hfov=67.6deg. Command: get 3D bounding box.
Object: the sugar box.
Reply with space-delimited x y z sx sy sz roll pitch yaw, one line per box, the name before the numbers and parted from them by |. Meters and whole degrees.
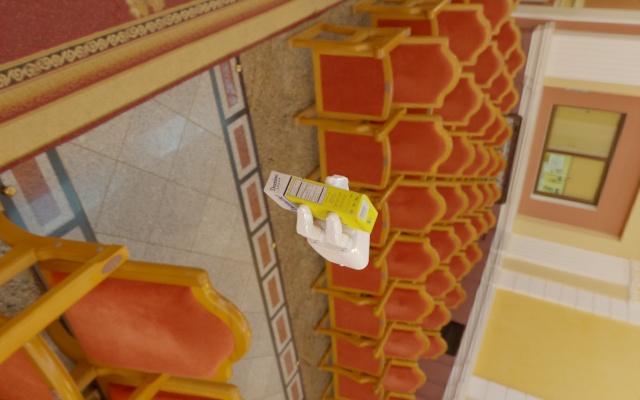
sugar box | 0.000 0.003 0.808 0.176 0.048 0.093 13 -16 25
